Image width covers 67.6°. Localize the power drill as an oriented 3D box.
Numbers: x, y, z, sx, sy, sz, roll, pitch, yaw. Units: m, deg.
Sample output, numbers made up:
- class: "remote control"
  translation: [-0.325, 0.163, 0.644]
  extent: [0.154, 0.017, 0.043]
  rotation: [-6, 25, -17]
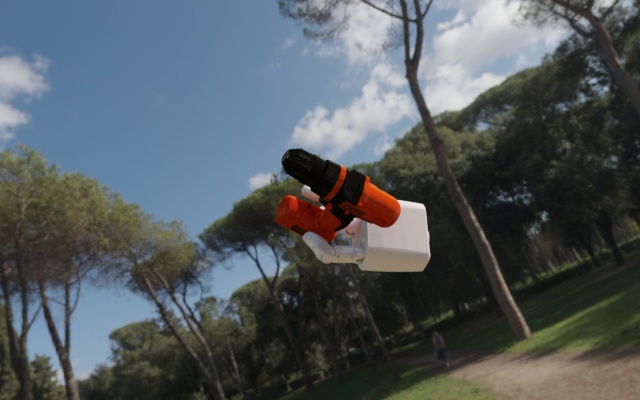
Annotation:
- class: "power drill"
  translation: [0.000, 0.003, 0.714]
  extent: [0.184, 0.057, 0.188]
  rotation: [30, -26, -15]
